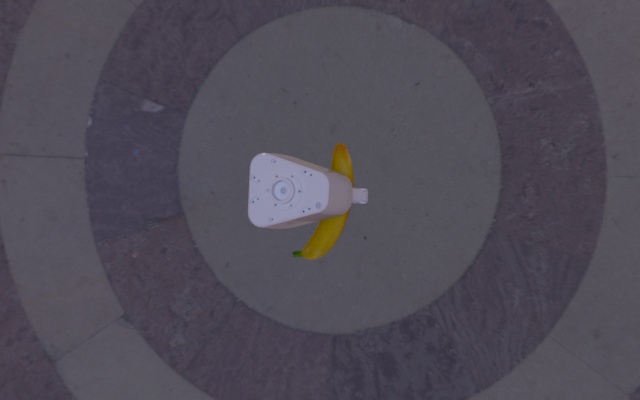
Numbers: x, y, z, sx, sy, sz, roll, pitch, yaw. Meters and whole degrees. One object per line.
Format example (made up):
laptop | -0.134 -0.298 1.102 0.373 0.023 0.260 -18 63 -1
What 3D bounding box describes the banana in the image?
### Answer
banana | 0.013 0.013 0.723 0.069 0.198 0.037 29 13 29
